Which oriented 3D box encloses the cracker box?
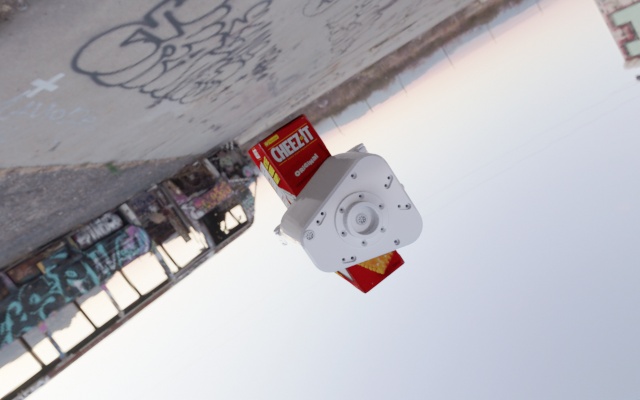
[{"bbox_3d":[0.000,0.002,0.616,0.072,0.214,0.164,-36,10,-9],"label":"cracker box"}]
